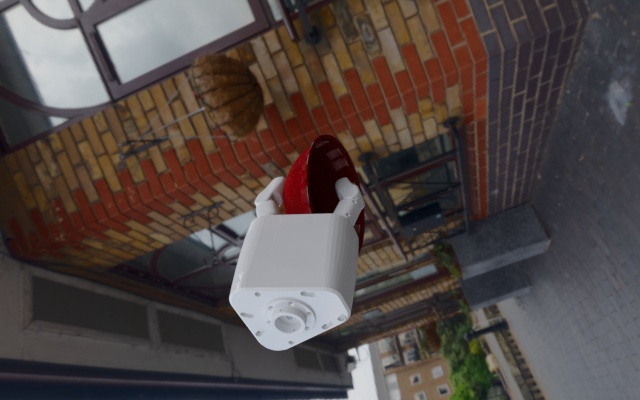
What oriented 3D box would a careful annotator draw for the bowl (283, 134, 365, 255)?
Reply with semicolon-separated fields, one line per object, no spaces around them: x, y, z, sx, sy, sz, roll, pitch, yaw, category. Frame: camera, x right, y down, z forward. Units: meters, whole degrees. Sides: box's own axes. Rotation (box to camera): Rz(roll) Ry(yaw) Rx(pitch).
0.000;0.001;0.598;0.055;0.162;0.162;-10;-5;26;bowl
